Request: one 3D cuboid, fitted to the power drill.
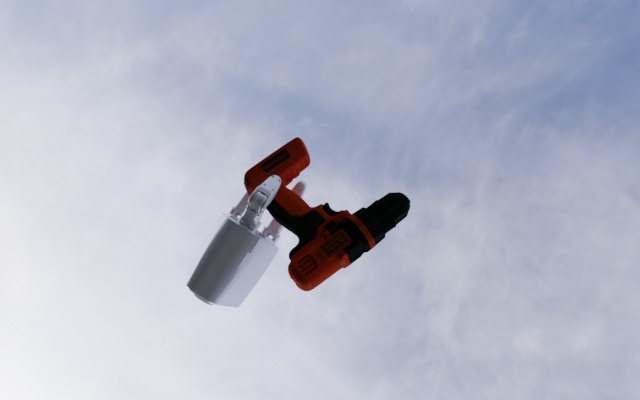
[{"bbox_3d":[0.000,0.002,0.640,0.184,0.187,0.057,-35,-26,-13],"label":"power drill"}]
